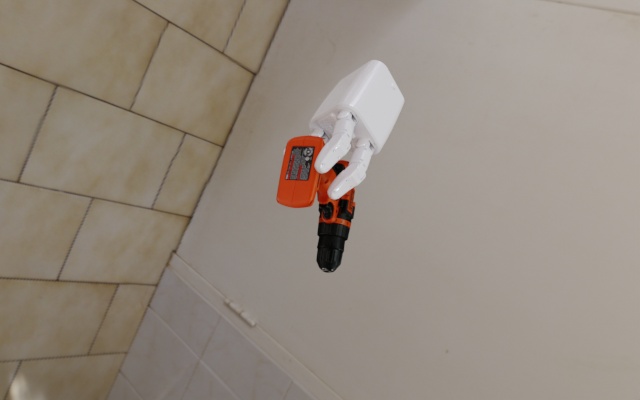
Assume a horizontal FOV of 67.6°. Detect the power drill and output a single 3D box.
[{"bbox_3d":[0.000,0.002,0.707,0.057,0.184,0.188,2,-18,21],"label":"power drill"}]
